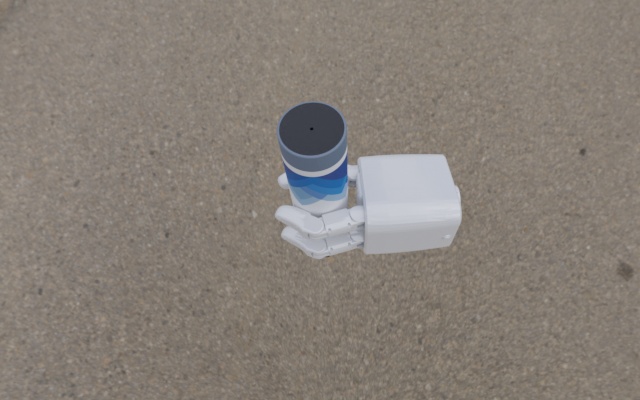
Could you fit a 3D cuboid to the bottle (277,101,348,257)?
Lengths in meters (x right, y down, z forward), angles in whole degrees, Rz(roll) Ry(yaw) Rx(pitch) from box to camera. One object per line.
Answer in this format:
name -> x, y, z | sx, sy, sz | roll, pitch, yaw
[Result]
bottle -> 0.000, 0.002, 0.577 | 0.069, 0.069, 0.296 | 0, -28, 4
